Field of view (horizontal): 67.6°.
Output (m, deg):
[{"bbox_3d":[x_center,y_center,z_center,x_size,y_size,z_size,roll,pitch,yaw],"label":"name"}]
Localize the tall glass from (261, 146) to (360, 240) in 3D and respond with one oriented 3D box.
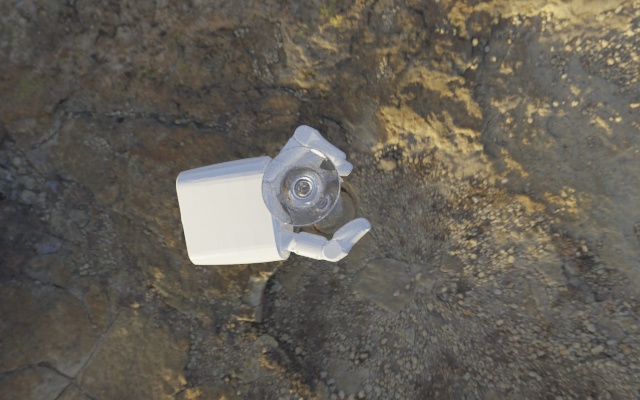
[{"bbox_3d":[0.000,0.002,0.529,0.079,0.079,0.201,0,-9,11],"label":"tall glass"}]
